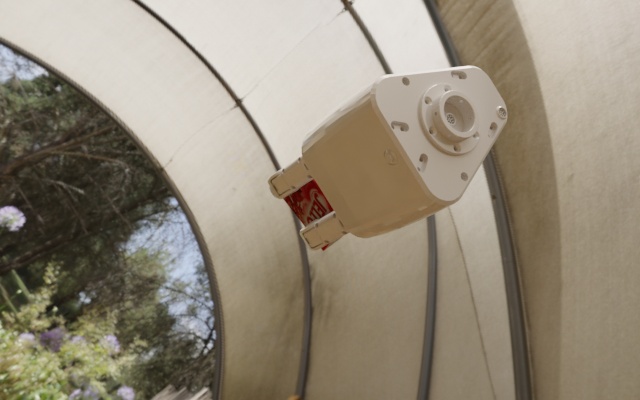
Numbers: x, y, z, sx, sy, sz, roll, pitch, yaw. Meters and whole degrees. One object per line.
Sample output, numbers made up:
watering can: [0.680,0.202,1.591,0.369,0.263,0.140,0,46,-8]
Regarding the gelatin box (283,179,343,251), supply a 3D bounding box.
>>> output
gelatin box: [0.000,0.001,0.465,0.030,0.073,0.089,-34,-11,-24]
